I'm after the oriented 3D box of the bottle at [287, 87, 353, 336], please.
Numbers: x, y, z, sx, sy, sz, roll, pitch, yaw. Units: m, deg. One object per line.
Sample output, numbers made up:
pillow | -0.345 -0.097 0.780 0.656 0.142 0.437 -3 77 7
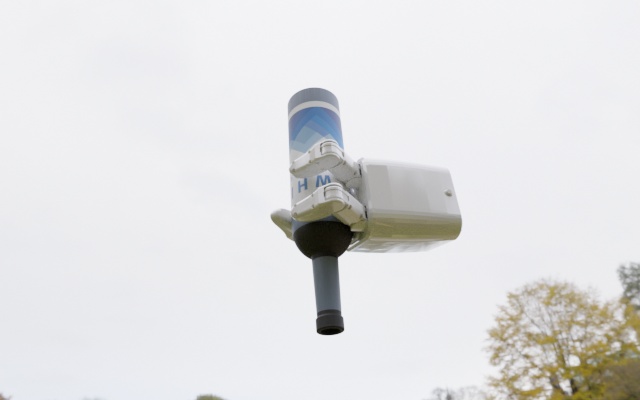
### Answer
bottle | 0.000 0.002 0.534 0.069 0.295 0.069 -3 -33 -2
